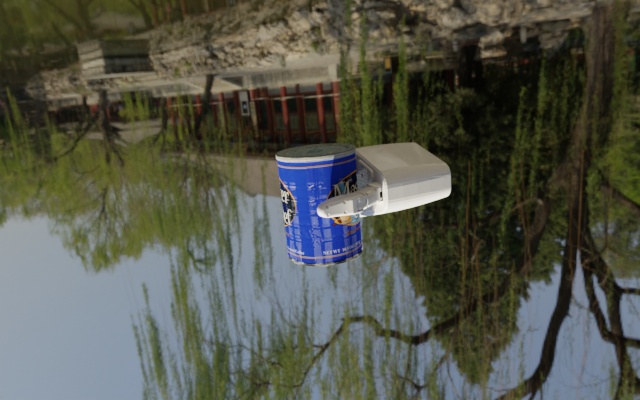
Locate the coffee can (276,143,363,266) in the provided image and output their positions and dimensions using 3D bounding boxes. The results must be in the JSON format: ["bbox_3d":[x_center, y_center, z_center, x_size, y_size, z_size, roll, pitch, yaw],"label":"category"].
[{"bbox_3d":[0.000,0.002,0.628,0.103,0.140,0.102,-5,14,1],"label":"coffee can"}]
